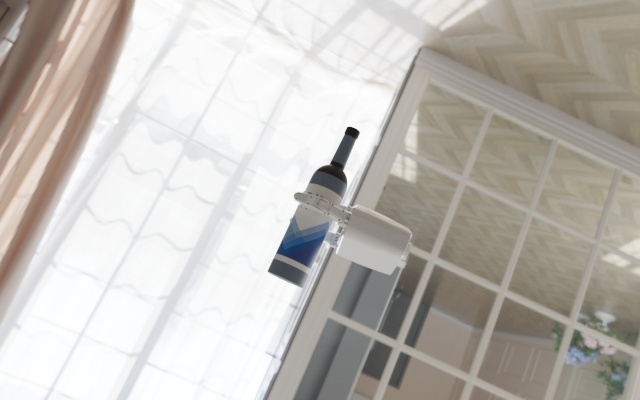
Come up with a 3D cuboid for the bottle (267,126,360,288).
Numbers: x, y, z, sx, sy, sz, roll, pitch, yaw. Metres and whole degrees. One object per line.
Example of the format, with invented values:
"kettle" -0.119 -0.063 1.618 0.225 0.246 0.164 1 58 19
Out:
"bottle" 0.000 0.003 0.830 0.069 0.295 0.069 23 -13 6
